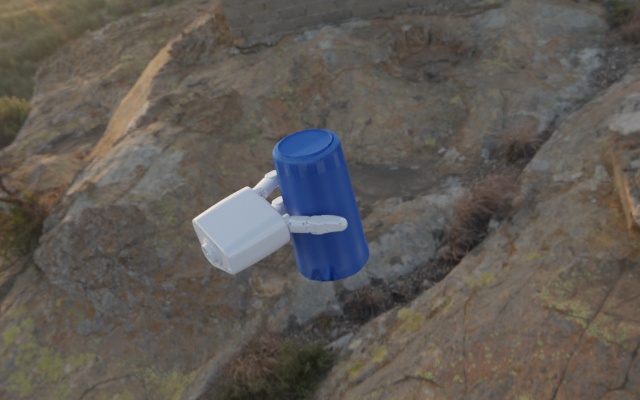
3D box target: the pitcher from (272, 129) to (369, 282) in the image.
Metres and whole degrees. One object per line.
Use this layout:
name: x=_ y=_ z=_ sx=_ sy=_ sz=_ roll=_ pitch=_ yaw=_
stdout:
pitcher: x=0.000 y=0.003 z=0.809 sx=0.145 sy=0.243 sz=0.149 roll=-31 pitch=37 yaw=-25
